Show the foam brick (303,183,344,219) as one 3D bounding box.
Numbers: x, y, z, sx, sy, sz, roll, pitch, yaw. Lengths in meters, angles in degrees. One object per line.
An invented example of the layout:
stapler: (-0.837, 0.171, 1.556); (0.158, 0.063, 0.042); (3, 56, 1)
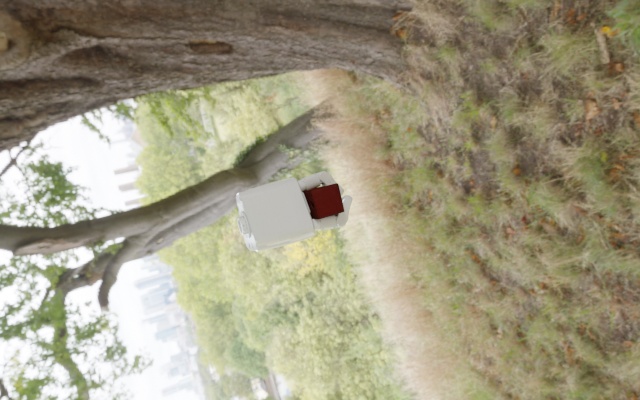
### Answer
foam brick: (0.000, 0.003, 0.843); (0.051, 0.053, 0.078); (-15, 2, -21)
